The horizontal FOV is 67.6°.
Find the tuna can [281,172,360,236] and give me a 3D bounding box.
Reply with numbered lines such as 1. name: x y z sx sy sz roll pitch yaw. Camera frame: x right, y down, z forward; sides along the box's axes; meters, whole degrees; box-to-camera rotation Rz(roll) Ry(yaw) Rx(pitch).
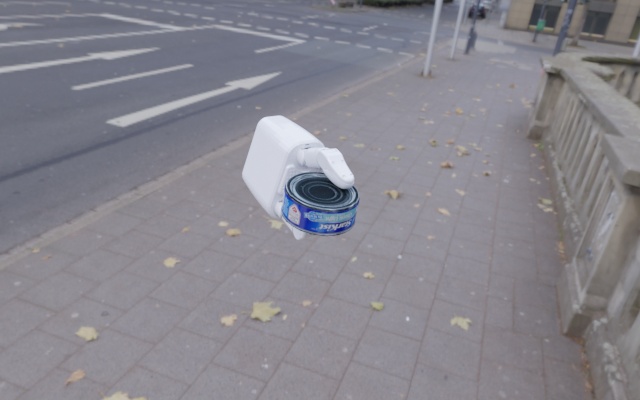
1. tuna can: 0.000 0.001 0.535 0.086 0.034 0.086 8 30 -5
